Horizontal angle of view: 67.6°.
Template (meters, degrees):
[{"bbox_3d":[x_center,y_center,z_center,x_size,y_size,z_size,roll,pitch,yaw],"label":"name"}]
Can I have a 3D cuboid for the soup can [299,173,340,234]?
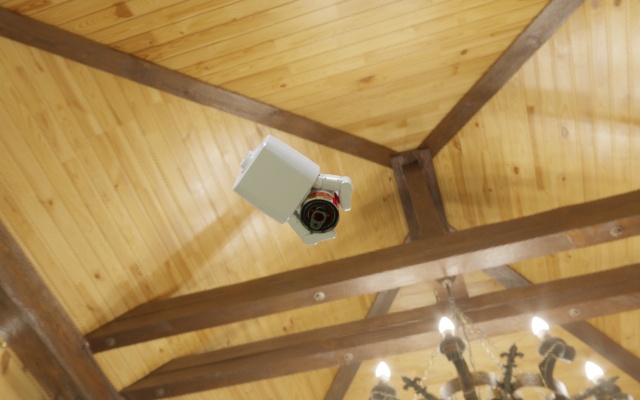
[{"bbox_3d":[0.001,0.003,0.840,0.068,0.068,0.102,0,29,3],"label":"soup can"}]
